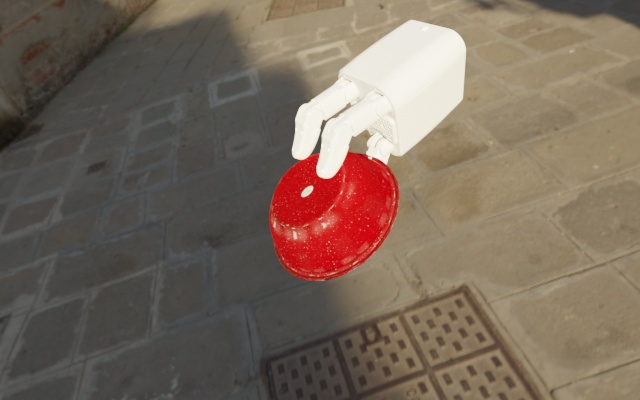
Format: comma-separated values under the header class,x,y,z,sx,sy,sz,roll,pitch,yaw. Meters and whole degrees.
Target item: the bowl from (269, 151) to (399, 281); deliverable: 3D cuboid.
class,x,y,z,sx,sy,sz,roll,pitch,yaw
bowl,-0.001,0.003,0.515,0.162,0.162,0.055,0,-30,38
